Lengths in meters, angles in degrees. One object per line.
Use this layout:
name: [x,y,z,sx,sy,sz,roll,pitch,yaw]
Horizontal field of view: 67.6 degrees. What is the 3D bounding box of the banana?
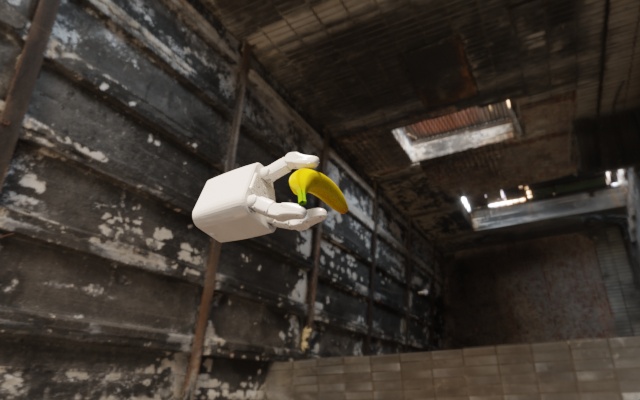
banana: [-0.005,-0.016,0.780,0.037,0.069,0.198,-17,-11,22]
